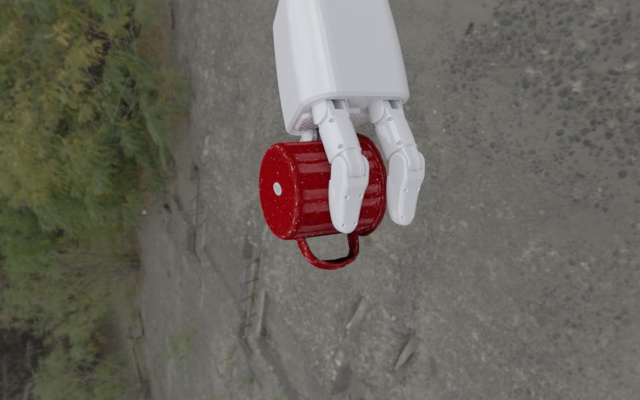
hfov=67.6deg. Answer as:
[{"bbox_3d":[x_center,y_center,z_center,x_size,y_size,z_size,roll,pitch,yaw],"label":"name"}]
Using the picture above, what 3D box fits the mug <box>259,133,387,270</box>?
[{"bbox_3d":[0.000,0.003,0.409,0.081,0.117,0.093,-6,-8,-28],"label":"mug"}]
